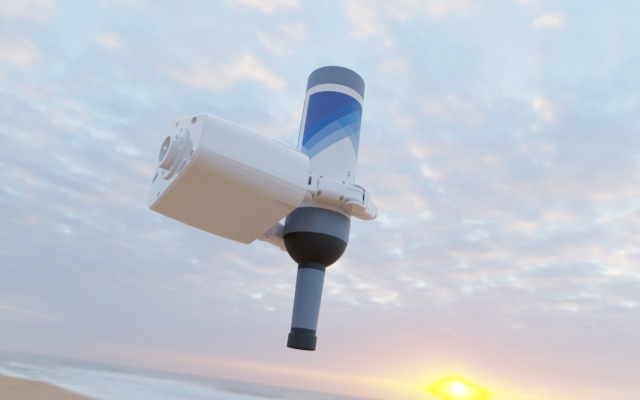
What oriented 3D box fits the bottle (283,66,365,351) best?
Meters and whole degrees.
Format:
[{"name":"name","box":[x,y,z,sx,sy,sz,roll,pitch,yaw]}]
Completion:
[{"name":"bottle","box":[0.000,0.001,0.495,0.069,0.295,0.069,7,-21,3]}]
